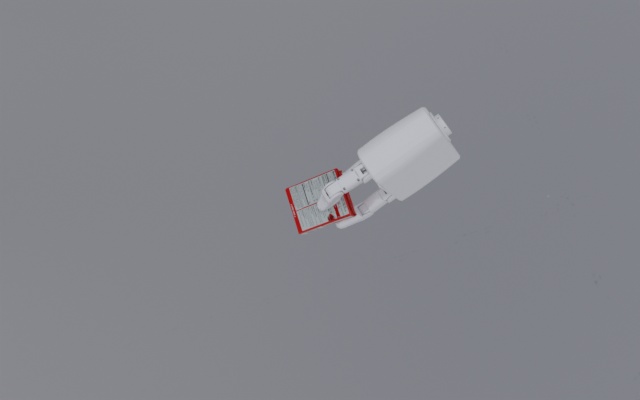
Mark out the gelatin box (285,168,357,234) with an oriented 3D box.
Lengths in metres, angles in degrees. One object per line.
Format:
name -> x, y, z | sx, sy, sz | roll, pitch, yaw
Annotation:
gelatin box -> 0.000, 0.002, 0.707 | 0.089, 0.073, 0.030 | -21, -10, 16
